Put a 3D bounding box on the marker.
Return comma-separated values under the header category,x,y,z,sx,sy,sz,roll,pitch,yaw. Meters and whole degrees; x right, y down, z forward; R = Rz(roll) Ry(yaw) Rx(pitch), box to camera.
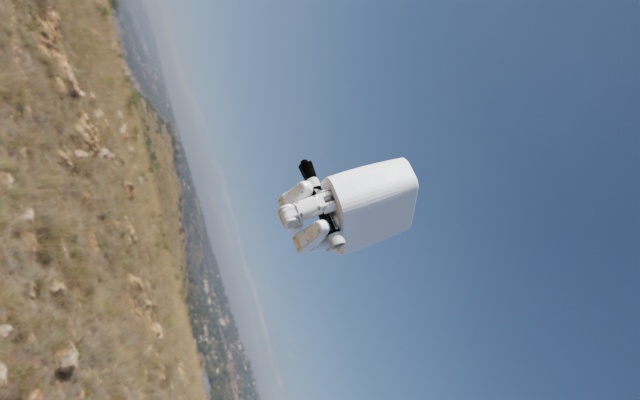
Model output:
category,x,y,z,sx,sy,sz,roll,pitch,yaw
marker,0.000,0.002,0.588,0.020,0.121,0.020,-20,-21,-8
